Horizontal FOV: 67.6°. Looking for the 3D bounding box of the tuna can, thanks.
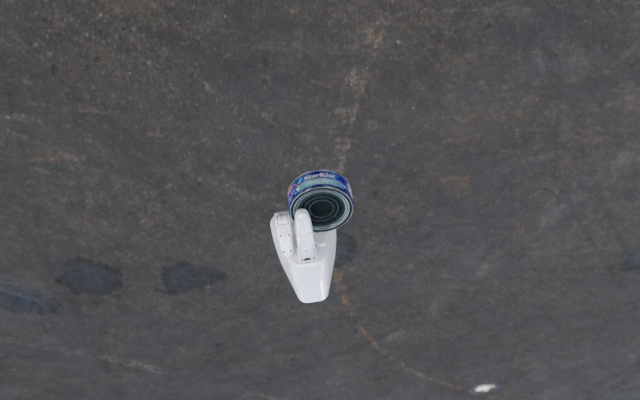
[{"bbox_3d":[0.000,0.002,0.627,0.086,0.086,0.033,0,43,-6],"label":"tuna can"}]
